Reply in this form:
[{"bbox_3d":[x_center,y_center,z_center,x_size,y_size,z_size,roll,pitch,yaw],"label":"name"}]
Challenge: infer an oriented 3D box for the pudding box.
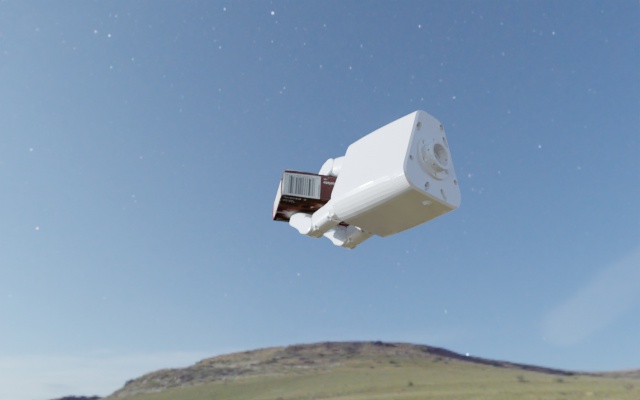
[{"bbox_3d":[0.000,0.002,0.609,0.113,0.039,0.090,9,-25,-9],"label":"pudding box"}]
